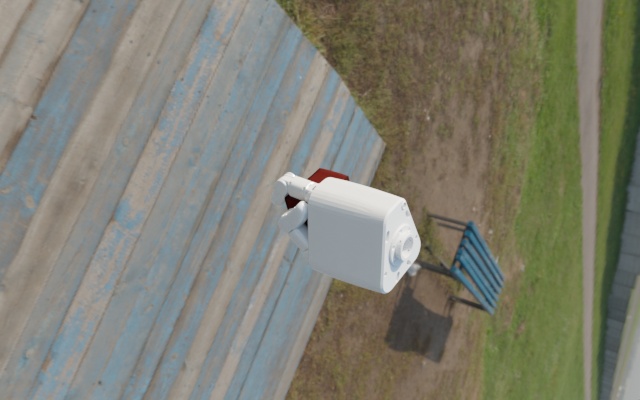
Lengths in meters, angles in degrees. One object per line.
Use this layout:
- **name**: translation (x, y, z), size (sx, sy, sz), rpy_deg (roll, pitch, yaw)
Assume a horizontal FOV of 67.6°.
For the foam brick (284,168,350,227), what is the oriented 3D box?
- **foam brick**: translation (0.000, 0.002, 0.630), size (0.051, 0.053, 0.078), rpy_deg (15, 43, 36)
